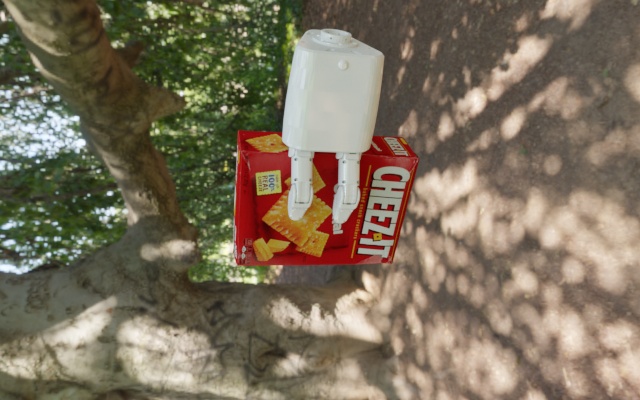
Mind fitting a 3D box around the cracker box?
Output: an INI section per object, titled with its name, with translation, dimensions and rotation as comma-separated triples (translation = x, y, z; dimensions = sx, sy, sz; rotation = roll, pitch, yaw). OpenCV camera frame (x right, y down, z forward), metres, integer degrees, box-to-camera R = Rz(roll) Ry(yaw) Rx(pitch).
[cracker box]
translation = 0.000, 0.002, 0.605
dimensions = 0.214, 0.164, 0.072
rotation = 1, 31, -13
